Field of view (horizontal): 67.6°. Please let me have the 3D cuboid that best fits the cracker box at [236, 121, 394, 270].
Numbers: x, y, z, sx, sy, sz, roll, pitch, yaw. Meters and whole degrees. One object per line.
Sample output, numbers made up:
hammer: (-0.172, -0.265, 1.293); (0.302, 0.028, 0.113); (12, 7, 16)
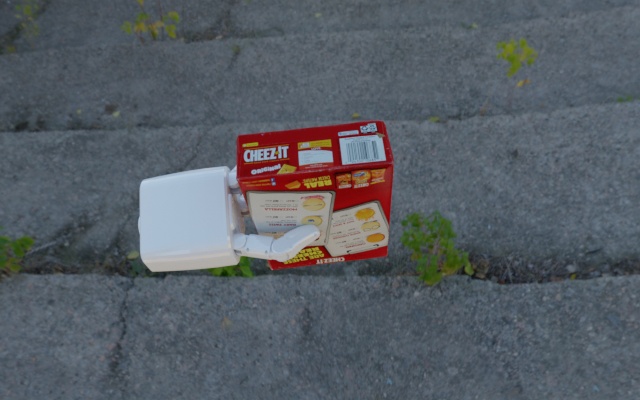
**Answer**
cracker box: (0.000, 0.002, 0.586); (0.164, 0.072, 0.214); (-6, -33, 2)
